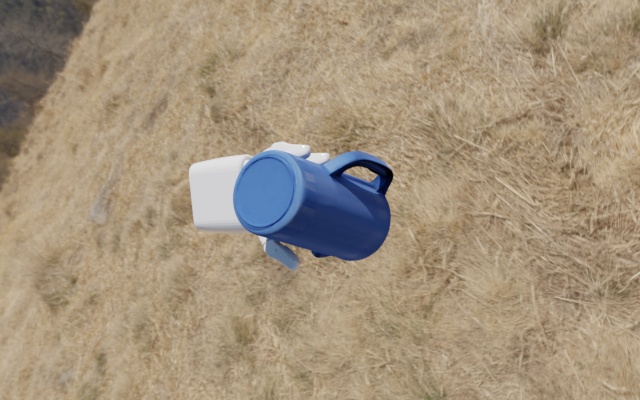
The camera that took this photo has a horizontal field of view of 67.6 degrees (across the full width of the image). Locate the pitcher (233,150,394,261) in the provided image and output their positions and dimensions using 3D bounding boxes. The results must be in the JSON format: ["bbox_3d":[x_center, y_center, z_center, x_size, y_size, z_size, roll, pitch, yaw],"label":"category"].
[{"bbox_3d":[0.000,0.002,0.670,0.145,0.149,0.243,-1,-11,31],"label":"pitcher"}]
